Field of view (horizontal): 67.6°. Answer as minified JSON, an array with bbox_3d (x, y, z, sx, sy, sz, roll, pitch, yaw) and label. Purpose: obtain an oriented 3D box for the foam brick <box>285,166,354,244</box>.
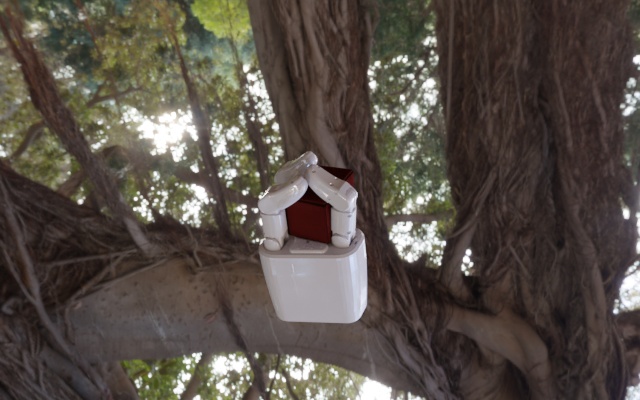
[{"bbox_3d":[0.000,0.002,0.538,0.053,0.051,0.078,10,36,25],"label":"foam brick"}]
